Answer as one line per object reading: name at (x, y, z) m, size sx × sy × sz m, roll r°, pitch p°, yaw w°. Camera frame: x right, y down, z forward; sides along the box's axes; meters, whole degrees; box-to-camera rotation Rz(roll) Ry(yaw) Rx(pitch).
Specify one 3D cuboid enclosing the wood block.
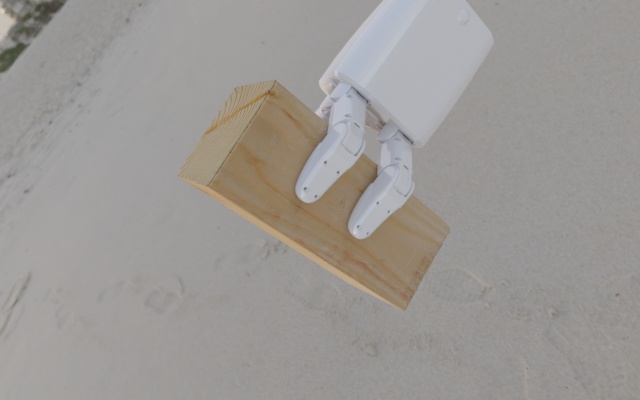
wood block at (0.000, 0.001, 0.404) m, size 0.206 × 0.090 × 0.091 m, roll 36°, pitch -10°, yaw -29°
